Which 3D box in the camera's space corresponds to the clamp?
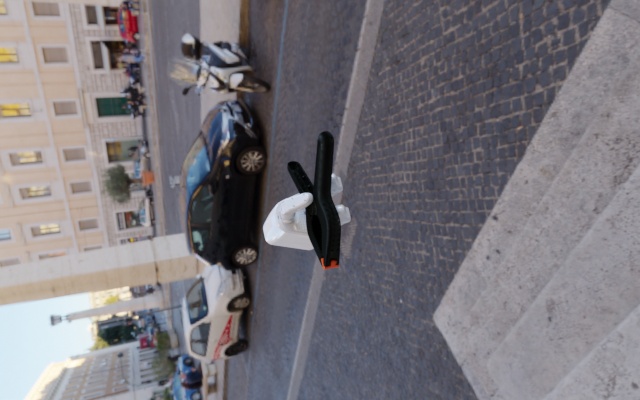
[{"bbox_3d":[-0.001,0.003,0.766,0.036,0.210,0.165,-7,-17,-24],"label":"clamp"}]
